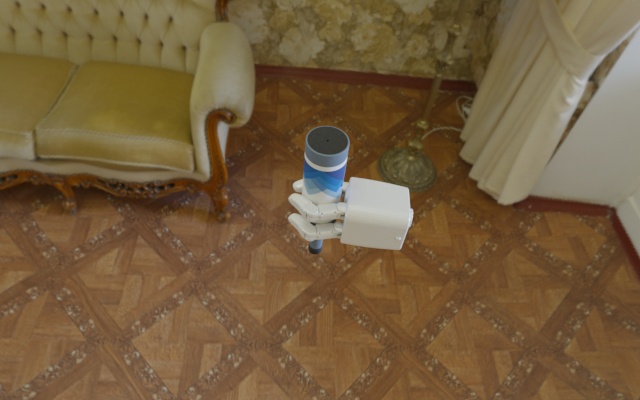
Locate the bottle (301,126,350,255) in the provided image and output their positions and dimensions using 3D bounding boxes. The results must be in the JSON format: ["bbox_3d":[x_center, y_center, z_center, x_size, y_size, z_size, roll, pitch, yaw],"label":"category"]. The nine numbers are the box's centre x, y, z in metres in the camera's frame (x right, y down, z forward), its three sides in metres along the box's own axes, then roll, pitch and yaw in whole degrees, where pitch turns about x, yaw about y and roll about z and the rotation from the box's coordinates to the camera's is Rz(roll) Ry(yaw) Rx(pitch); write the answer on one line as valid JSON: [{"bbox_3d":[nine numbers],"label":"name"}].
[{"bbox_3d":[0.000,0.003,0.831,0.069,0.069,0.296,0,-39,-5],"label":"bottle"}]
